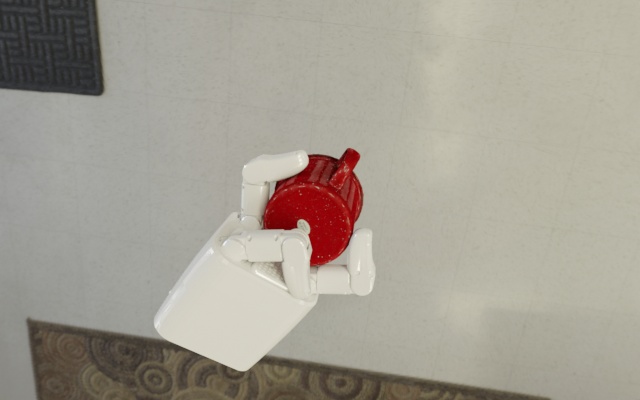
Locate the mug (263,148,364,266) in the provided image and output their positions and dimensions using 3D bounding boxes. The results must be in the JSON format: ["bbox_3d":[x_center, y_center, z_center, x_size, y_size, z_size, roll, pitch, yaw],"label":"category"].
[{"bbox_3d":[0.001,0.001,0.450,0.093,0.117,0.081,37,20,-6],"label":"mug"}]
